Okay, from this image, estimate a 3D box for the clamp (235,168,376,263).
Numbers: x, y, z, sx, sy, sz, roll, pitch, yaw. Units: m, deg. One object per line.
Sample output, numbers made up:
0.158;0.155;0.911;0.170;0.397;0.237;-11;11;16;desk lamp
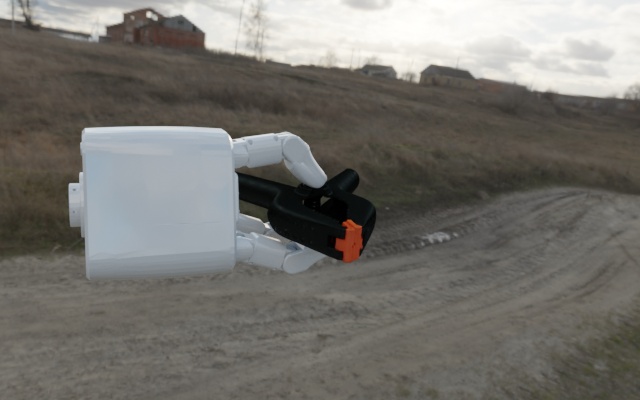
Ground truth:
0.000;0.001;0.448;0.164;0.036;0.210;-5;19;-25;clamp
